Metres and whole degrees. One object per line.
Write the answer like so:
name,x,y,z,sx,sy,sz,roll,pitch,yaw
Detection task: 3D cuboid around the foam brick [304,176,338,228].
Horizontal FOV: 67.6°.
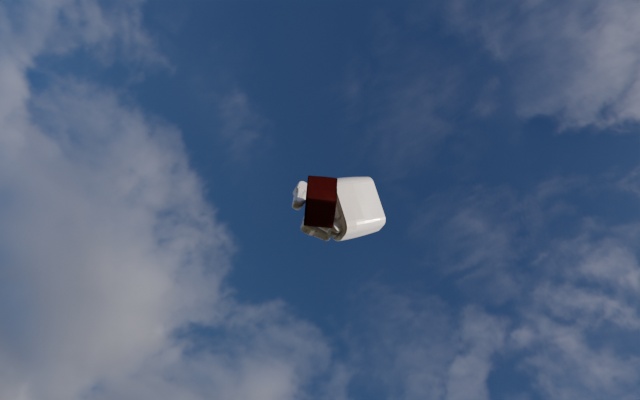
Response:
foam brick,0.000,0.003,0.812,0.051,0.053,0.078,5,-38,-1
